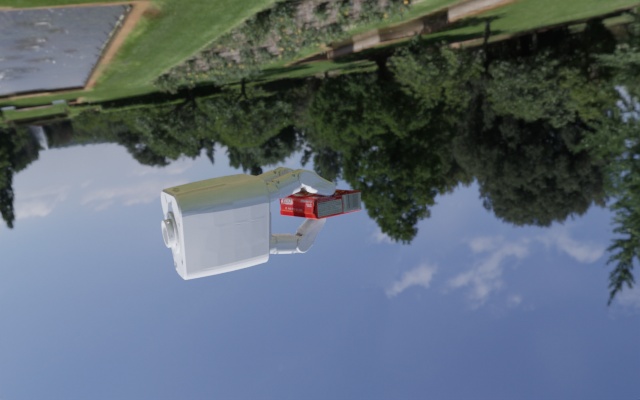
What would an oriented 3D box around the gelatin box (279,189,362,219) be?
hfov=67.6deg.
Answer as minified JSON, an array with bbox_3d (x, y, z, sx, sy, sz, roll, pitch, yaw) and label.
[{"bbox_3d":[0.000,0.003,0.650,0.089,0.030,0.073,-10,11,-42],"label":"gelatin box"}]
